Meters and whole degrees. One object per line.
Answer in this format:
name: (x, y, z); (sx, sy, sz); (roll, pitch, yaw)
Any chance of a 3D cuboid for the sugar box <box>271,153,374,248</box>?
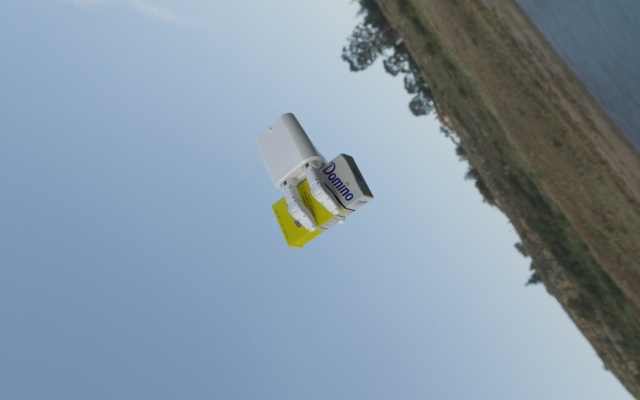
sugar box: (0.000, 0.003, 0.855); (0.176, 0.093, 0.048); (-38, -25, 25)
